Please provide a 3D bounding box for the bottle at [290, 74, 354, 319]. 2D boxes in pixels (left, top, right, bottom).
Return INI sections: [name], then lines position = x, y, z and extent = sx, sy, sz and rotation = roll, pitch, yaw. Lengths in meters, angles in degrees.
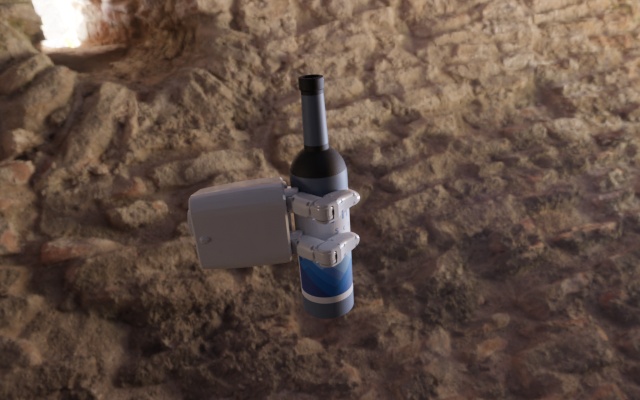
[bottle]
position = 0.000, 0.002, 0.568
extent = 0.069, 0.296, 0.069
rotation = -4, 25, 2
